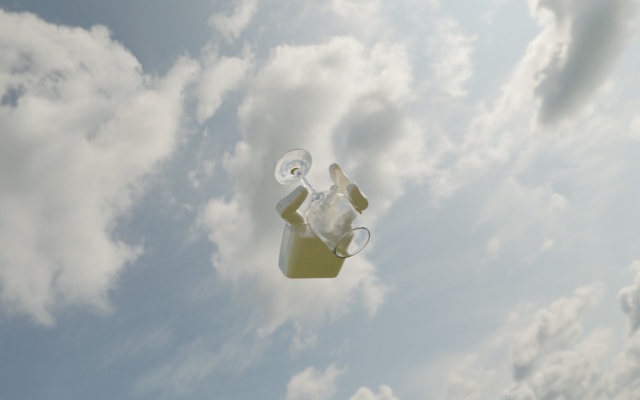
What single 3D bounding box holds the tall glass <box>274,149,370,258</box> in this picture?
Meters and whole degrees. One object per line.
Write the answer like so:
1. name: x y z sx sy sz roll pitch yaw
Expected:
1. tall glass: 0.000 0.002 0.767 0.079 0.079 0.201 0 38 -37
